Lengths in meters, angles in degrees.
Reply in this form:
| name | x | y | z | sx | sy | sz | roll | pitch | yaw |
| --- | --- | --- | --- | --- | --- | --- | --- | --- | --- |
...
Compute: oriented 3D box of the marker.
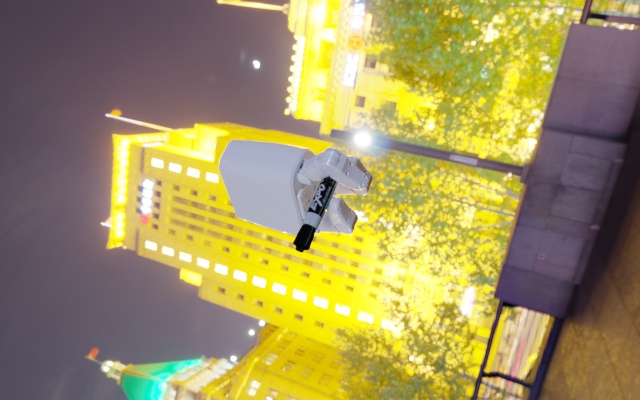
| name | x | y | z | sx | sy | sz | roll | pitch | yaw |
| --- | --- | --- | --- | --- | --- | --- | --- | --- | --- |
| marker | 0.000 | 0.002 | 0.514 | 0.020 | 0.121 | 0.020 | 19 | -25 | 10 |
